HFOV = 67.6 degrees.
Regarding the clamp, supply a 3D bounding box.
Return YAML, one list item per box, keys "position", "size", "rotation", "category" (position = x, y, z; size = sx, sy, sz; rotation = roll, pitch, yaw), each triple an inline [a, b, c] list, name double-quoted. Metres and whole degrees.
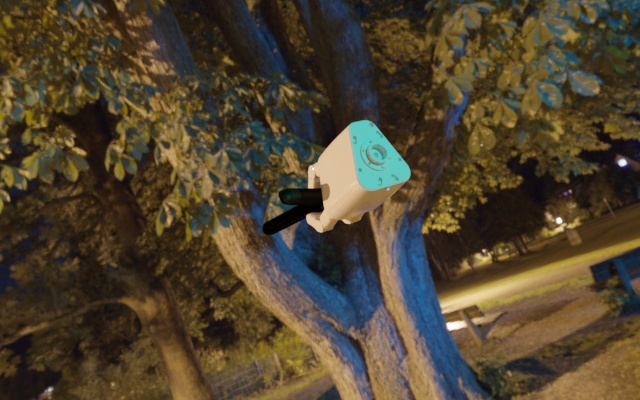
- position: [0.000, 0.002, 0.819]
  size: [0.210, 0.036, 0.165]
  rotation: [-15, -16, -29]
  category: "clamp"
